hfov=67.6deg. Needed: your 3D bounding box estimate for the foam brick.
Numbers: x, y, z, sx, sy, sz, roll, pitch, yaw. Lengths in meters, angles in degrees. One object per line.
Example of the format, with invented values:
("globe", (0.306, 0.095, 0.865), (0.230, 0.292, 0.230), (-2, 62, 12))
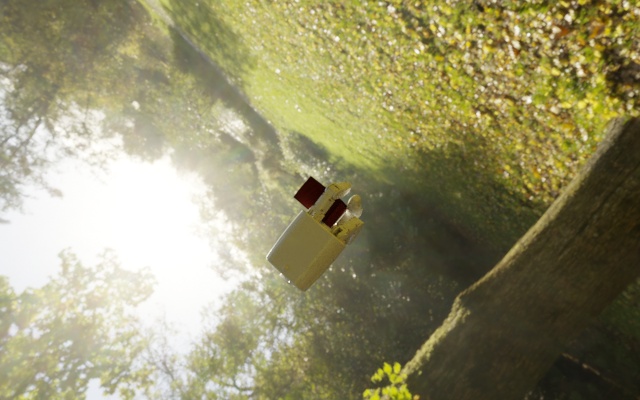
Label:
("foam brick", (0.000, 0.003, 0.855), (0.078, 0.051, 0.053), (39, -1, 22))
